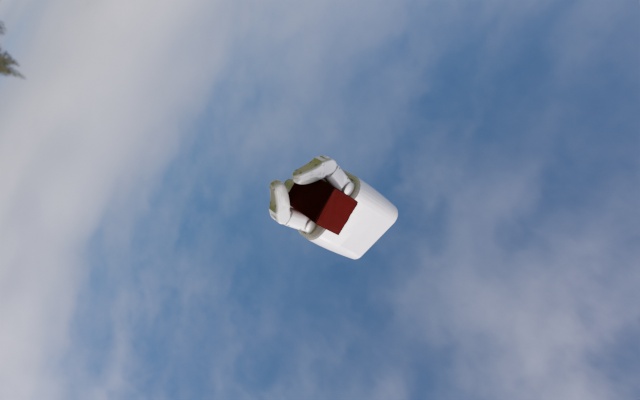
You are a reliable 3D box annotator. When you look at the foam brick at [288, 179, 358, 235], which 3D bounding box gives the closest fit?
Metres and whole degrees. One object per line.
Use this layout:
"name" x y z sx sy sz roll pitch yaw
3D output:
"foam brick" 0.000 0.002 0.631 0.051 0.053 0.078 31 1 -41
